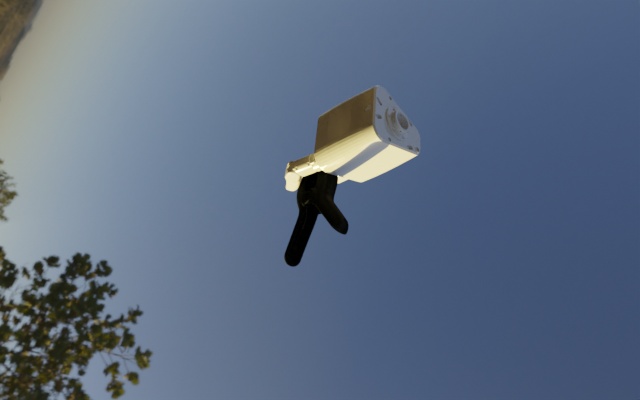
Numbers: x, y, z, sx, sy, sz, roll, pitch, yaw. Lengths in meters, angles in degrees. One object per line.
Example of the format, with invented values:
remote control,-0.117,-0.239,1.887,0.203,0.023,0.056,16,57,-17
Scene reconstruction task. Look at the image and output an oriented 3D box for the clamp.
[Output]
clamp,0.000,0.002,0.678,0.120,0.171,0.039,-23,-41,40
